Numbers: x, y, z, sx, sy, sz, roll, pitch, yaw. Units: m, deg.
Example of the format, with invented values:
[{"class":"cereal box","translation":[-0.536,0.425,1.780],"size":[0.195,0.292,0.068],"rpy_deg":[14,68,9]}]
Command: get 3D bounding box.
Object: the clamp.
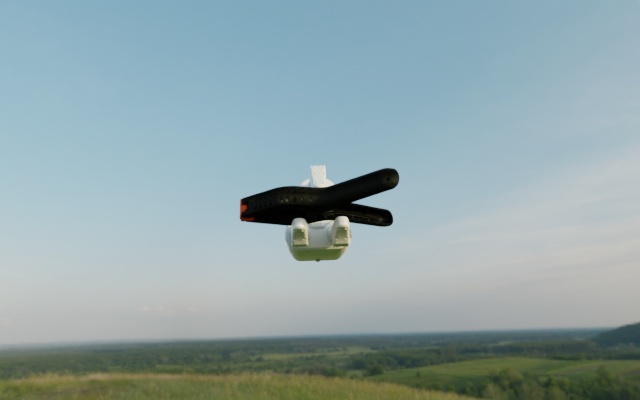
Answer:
[{"class":"clamp","translation":[0.000,0.001,0.607],"size":[0.210,0.036,0.165],"rpy_deg":[-1,-22,-2]}]
